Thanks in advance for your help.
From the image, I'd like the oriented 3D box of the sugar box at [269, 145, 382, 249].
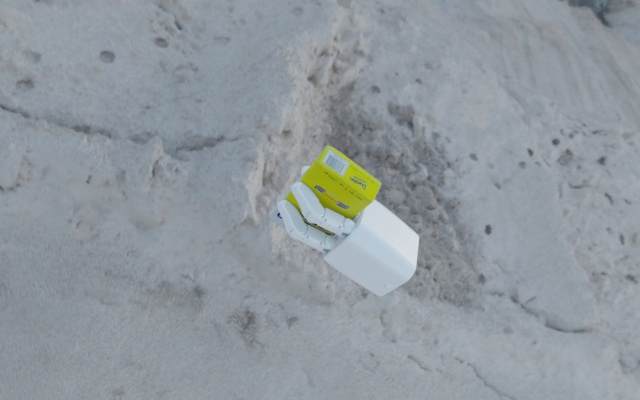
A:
[{"bbox_3d":[0.000,0.003,0.698,0.093,0.048,0.176,36,-41,-7],"label":"sugar box"}]
